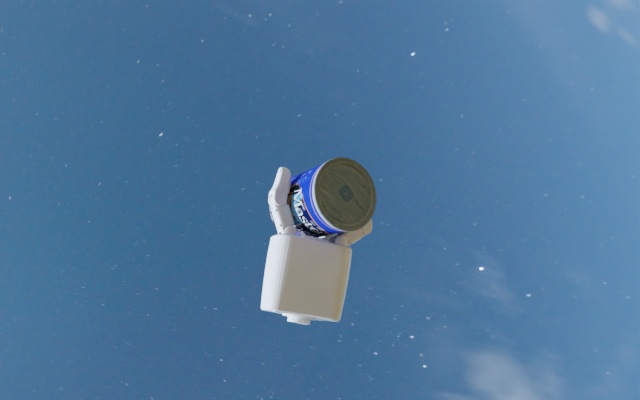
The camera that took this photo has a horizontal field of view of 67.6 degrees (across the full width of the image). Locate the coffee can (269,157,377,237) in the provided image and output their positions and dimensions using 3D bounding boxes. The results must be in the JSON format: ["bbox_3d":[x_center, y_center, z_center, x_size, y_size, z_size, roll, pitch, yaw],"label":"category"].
[{"bbox_3d":[0.000,0.002,0.707,0.103,0.103,0.140,0,-10,-31],"label":"coffee can"}]
